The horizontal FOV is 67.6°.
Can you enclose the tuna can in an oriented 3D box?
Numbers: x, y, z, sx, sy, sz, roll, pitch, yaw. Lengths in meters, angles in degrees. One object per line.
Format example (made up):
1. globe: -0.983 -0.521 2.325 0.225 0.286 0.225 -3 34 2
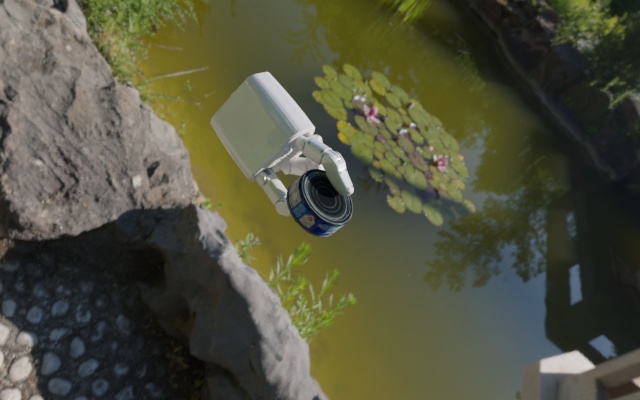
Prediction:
1. tuna can: 0.000 0.002 0.619 0.086 0.086 0.034 0 -29 -43
